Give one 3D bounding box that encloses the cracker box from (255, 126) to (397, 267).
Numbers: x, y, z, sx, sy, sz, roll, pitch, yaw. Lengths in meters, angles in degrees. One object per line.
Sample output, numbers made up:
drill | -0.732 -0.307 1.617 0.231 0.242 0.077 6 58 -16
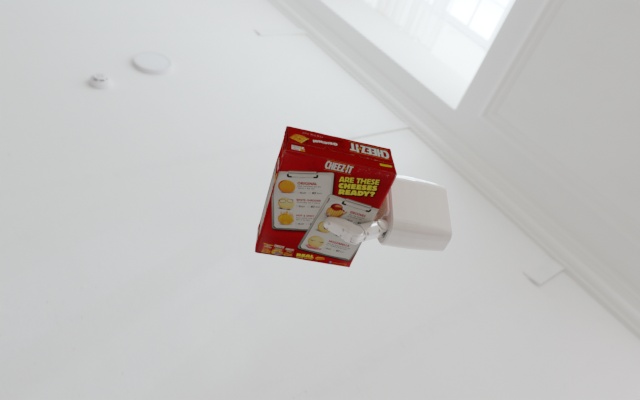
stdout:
cracker box | 0.000 0.003 0.738 0.164 0.214 0.072 11 41 -12
